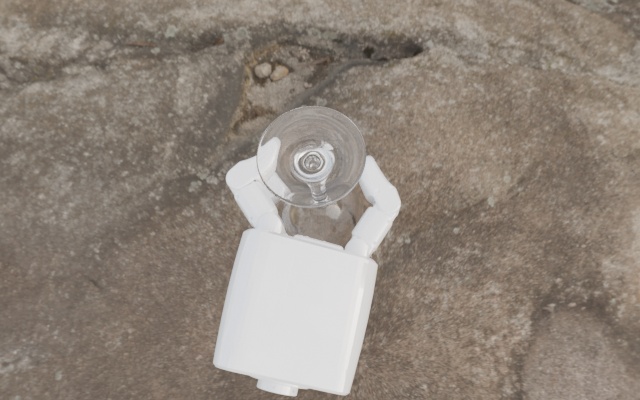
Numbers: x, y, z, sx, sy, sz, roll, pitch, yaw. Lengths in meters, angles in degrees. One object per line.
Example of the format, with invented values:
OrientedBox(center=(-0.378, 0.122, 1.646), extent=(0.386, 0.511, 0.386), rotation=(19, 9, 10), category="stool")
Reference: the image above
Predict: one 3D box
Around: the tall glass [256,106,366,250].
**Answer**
OrientedBox(center=(0.000, 0.001, 0.413), extent=(0.079, 0.079, 0.201), rotation=(0, -18, 4), category="tall glass")
